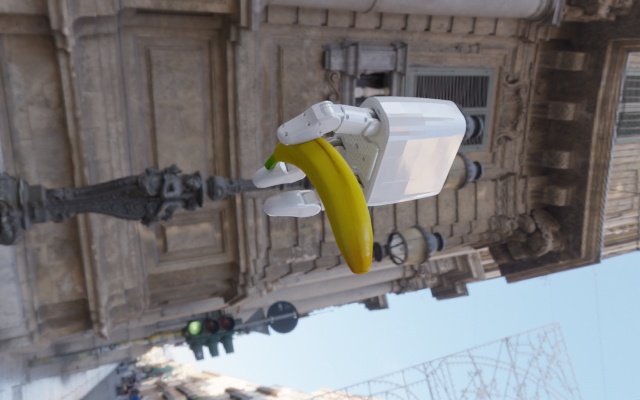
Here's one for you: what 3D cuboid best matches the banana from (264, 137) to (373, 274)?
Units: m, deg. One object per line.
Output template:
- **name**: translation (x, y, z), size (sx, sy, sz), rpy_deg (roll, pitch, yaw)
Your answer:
- **banana**: translation (0.002, -0.016, 0.450), size (0.037, 0.070, 0.197), rpy_deg (-5, 34, -29)
